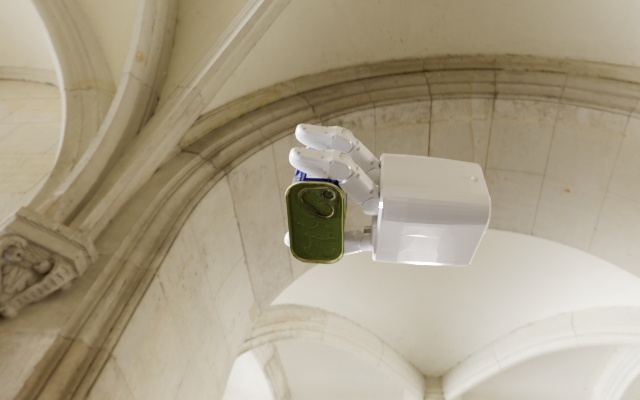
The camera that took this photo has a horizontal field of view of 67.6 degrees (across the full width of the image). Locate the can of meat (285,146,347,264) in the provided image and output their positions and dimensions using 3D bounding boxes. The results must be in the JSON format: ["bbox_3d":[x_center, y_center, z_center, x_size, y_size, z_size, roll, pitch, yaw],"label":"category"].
[{"bbox_3d":[0.000,0.002,0.509,0.057,0.102,0.084,2,35,7],"label":"can of meat"}]
